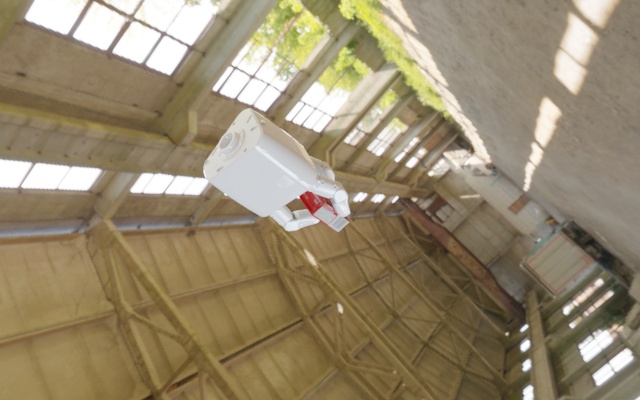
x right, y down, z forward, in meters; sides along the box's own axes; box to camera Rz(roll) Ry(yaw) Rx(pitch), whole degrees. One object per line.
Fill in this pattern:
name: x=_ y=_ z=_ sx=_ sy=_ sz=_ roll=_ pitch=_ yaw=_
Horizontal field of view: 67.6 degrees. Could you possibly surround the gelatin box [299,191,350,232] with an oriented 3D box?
gelatin box: x=0.000 y=0.003 z=0.739 sx=0.030 sy=0.073 sz=0.089 roll=-41 pitch=-36 yaw=9
